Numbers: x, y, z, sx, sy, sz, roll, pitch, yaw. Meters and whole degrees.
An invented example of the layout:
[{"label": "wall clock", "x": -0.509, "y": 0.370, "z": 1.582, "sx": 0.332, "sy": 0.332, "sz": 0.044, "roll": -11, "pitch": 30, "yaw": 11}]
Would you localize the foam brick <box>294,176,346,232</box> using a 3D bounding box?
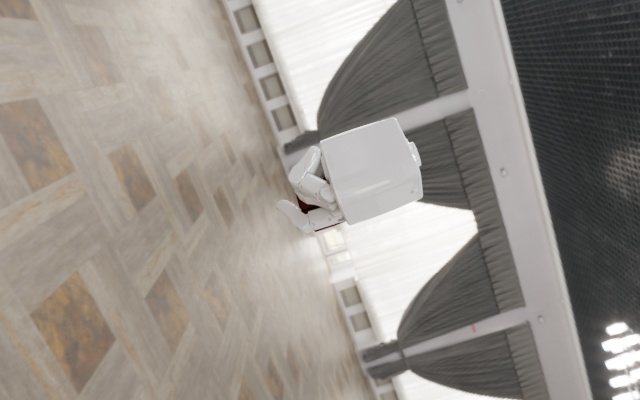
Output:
[{"label": "foam brick", "x": 0.000, "y": 0.002, "z": 0.679, "sx": 0.051, "sy": 0.053, "sz": 0.078, "roll": -20, "pitch": -27, "yaw": 6}]
